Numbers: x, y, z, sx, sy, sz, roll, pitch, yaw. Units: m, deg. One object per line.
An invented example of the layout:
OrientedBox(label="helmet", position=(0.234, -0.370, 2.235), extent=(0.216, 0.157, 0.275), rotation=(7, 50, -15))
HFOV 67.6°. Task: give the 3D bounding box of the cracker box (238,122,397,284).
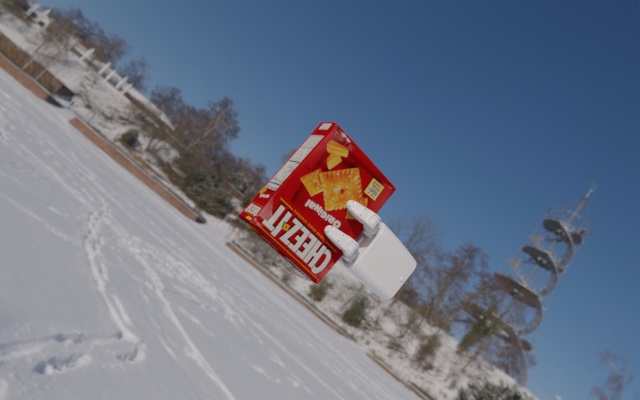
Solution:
OrientedBox(label="cracker box", position=(0.000, 0.002, 0.789), extent=(0.164, 0.213, 0.072), rotation=(45, -12, -23))
